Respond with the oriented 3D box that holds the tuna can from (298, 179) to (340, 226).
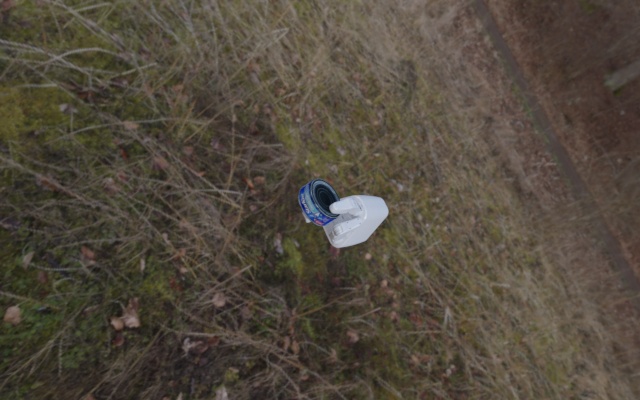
[{"bbox_3d":[0.001,0.003,0.895,0.034,0.086,0.086,-32,-19,33],"label":"tuna can"}]
